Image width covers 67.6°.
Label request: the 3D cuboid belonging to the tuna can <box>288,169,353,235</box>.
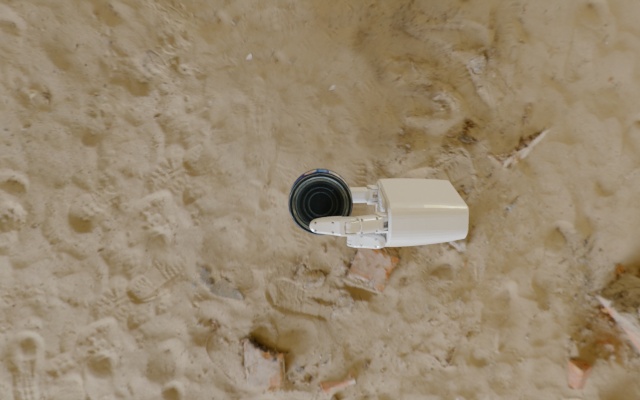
[{"bbox_3d":[0.000,0.002,0.633,0.086,0.086,0.033,0,12,0],"label":"tuna can"}]
